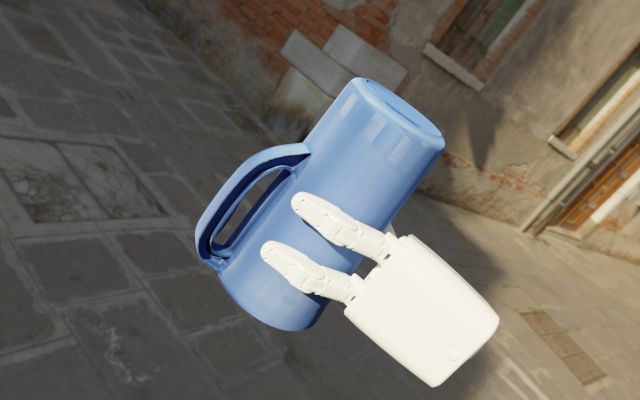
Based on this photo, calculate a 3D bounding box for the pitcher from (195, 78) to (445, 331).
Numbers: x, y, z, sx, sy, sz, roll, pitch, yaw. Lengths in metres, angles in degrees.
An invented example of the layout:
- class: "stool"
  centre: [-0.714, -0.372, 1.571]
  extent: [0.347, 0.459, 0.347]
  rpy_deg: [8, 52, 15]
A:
- class: "pitcher"
  centre: [0.000, 0.002, 0.475]
  extent: [0.145, 0.243, 0.149]
  rpy_deg: [41, 22, 11]
